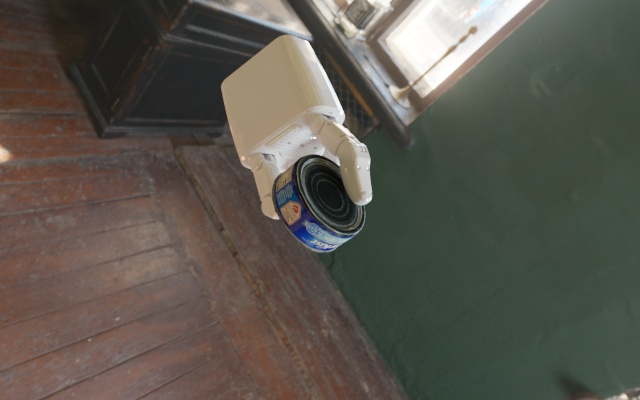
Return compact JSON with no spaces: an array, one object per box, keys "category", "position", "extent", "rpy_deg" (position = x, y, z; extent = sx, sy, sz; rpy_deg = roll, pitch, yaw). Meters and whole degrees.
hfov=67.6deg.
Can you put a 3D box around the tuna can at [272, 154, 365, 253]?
[{"category":"tuna can","position":[0.000,0.001,0.430],"extent":[0.034,0.086,0.086],"rpy_deg":[-36,-23,35]}]
